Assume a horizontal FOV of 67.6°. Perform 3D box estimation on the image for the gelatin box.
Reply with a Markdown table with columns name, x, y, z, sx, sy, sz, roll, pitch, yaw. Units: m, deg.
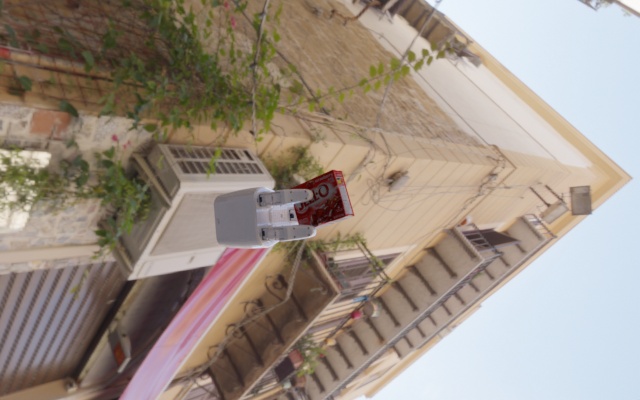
| name | x | y | z | sx | sy | sz | roll | pitch | yaw |
| --- | --- | --- | --- | --- | --- | --- | --- | --- | --- |
| gelatin box | 0.001 | 0.002 | 0.726 | 0.089 | 0.073 | 0.030 | -21 | -12 | 32 |
